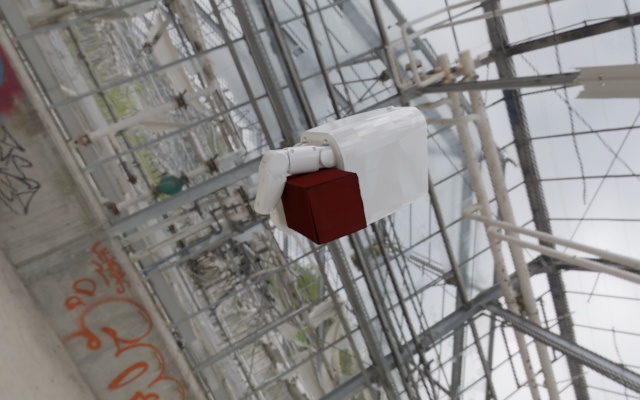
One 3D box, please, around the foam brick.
[{"bbox_3d":[0.000,0.002,0.441,0.051,0.053,0.078,-17,16,-20],"label":"foam brick"}]
